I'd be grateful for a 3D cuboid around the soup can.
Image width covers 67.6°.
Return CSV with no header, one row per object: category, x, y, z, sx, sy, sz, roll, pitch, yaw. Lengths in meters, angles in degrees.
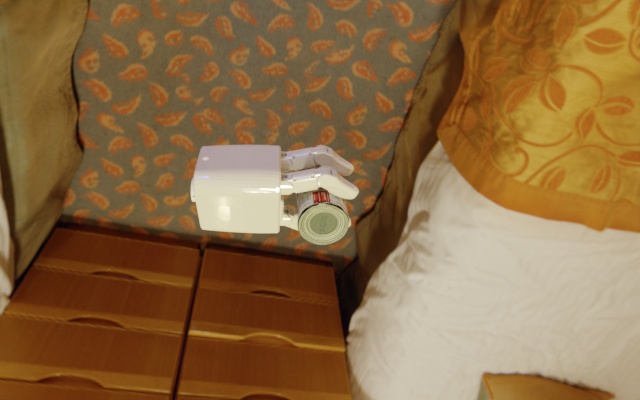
soup can,0.001,0.002,0.642,0.068,0.069,0.102,0,35,-5
